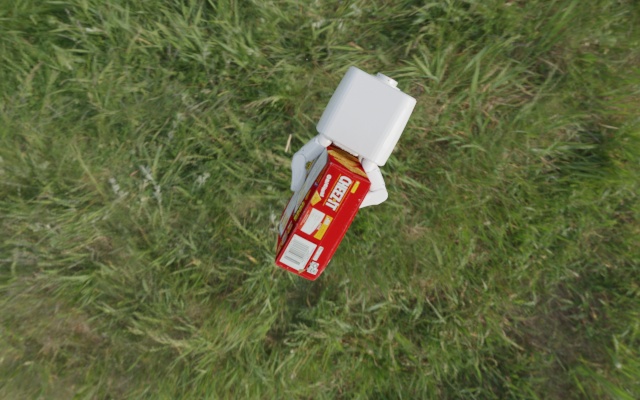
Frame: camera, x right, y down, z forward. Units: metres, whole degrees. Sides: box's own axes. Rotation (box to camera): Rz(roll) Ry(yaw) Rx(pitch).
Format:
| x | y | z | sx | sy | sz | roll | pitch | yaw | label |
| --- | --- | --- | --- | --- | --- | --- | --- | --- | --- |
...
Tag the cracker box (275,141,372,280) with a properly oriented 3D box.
| x | y | z | sx | sy | sz | roll | pitch | yaw | label |
| --- | --- | --- | --- | --- | --- | --- | --- | --- | --- |
| 0.000 | 0.002 | 0.734 | 0.072 | 0.164 | 0.213 | 27 | 14 | -9 | cracker box |
